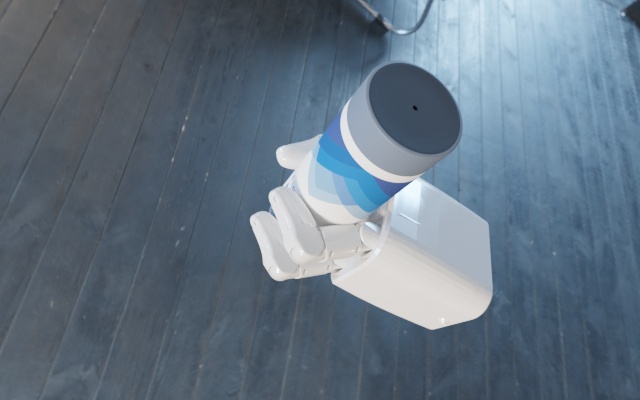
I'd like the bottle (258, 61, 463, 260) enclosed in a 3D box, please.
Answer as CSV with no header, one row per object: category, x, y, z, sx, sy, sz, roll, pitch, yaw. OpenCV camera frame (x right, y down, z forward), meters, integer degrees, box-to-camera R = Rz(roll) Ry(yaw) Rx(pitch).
bottle,0.000,0.001,0.402,0.069,0.069,0.296,0,-22,-24
